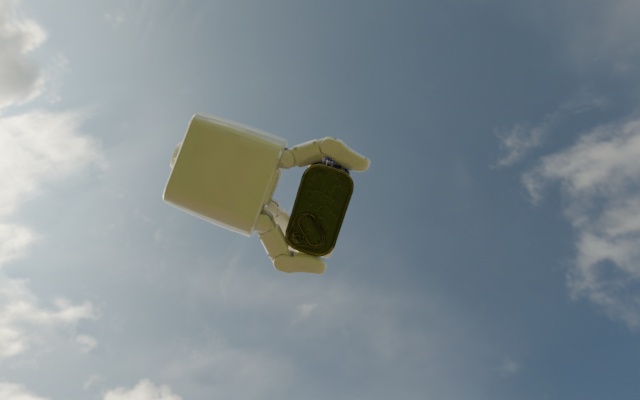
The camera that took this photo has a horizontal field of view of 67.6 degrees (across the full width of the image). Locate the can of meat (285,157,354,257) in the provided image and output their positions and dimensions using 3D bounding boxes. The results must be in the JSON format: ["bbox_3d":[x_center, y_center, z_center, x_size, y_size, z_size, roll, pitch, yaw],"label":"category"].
[{"bbox_3d":[0.000,0.002,0.558,0.057,0.102,0.084,17,15,-2],"label":"can of meat"}]
